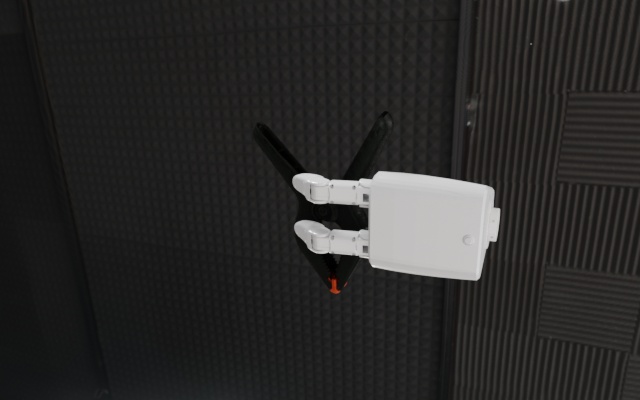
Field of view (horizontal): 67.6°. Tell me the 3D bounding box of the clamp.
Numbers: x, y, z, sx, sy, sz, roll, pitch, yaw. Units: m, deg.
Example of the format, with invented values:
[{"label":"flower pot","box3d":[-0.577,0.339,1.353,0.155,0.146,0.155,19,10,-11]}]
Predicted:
[{"label":"clamp","box3d":[0.001,0.002,0.542,0.164,0.210,0.036,7,20,25]}]
